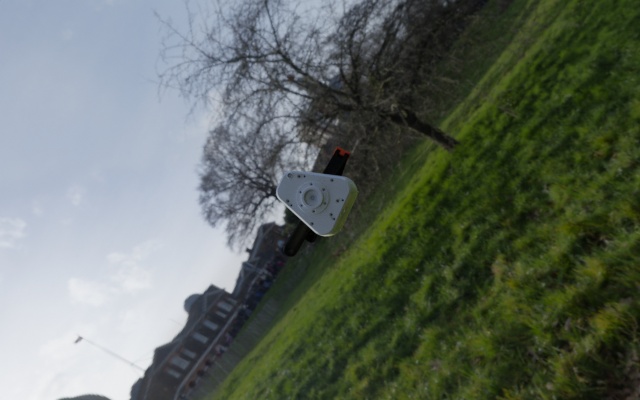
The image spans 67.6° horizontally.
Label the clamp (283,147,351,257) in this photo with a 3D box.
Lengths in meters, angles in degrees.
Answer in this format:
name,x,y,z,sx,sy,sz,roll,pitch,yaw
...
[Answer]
name,x,y,z,sx,sy,sz,roll,pitch,yaw
clamp,0.000,0.002,0.891,0.036,0.210,0.164,26,2,8
